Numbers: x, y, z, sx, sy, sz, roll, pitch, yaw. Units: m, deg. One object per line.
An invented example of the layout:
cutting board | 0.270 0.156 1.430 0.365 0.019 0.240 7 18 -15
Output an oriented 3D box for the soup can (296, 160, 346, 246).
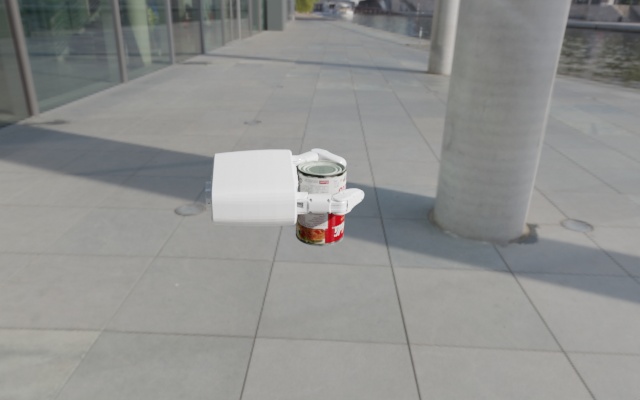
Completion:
soup can | 0.001 0.002 0.656 0.068 0.102 0.068 1 22 -1
